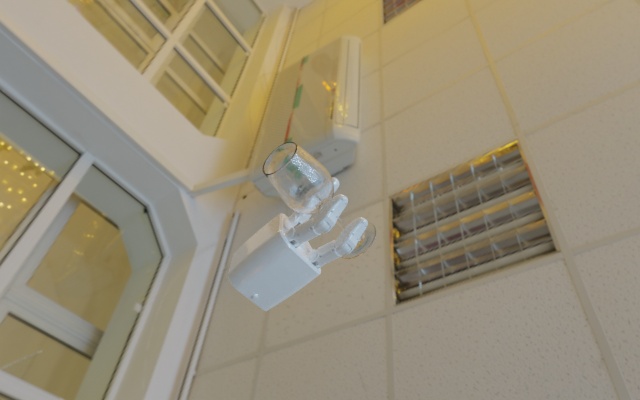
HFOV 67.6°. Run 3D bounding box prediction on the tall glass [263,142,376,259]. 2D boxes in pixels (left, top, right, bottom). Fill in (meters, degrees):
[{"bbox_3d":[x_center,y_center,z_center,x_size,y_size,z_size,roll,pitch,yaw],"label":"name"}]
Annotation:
[{"bbox_3d":[0.001,0.003,0.716,0.079,0.079,0.201,0,-39,47],"label":"tall glass"}]
